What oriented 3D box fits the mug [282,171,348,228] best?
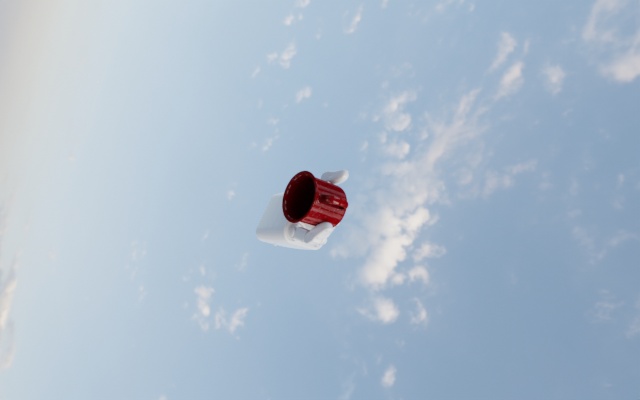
[{"bbox_3d":[0.001,0.003,0.830,0.081,0.093,0.117,19,-14,-38],"label":"mug"}]
